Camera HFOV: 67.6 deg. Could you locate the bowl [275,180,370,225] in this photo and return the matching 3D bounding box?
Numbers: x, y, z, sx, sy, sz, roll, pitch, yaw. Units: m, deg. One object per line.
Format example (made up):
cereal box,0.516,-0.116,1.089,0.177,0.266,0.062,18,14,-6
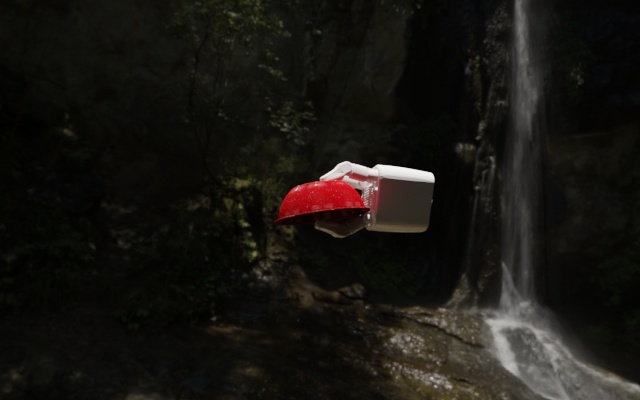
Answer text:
bowl,-0.001,0.002,0.800,0.162,0.055,0.162,-8,-8,-1
